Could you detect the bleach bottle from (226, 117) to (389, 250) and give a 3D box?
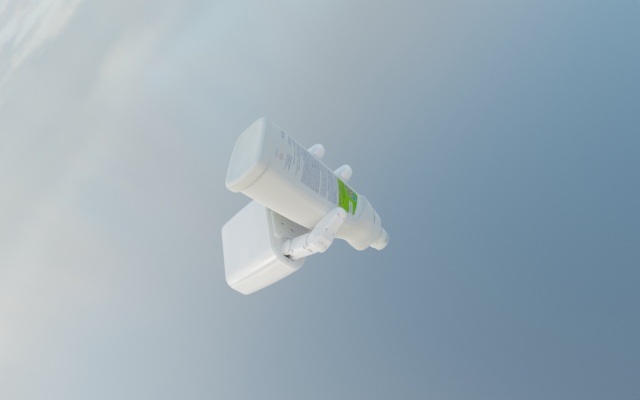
[{"bbox_3d":[0.000,0.002,0.622,0.068,0.102,0.251,-32,-53,33],"label":"bleach bottle"}]
